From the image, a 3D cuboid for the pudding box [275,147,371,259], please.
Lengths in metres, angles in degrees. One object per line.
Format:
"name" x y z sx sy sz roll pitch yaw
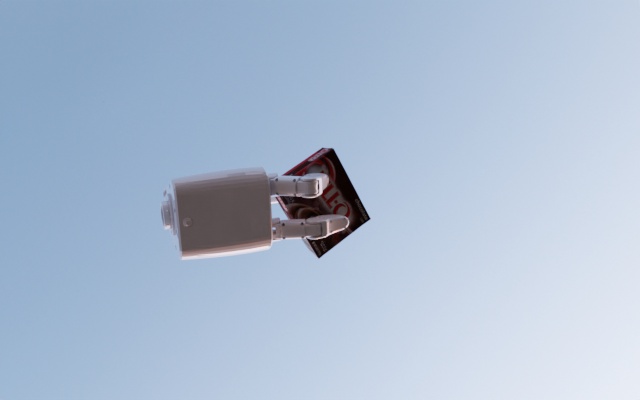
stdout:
"pudding box" 0.000 0.002 0.609 0.090 0.113 0.039 -36 24 -15
